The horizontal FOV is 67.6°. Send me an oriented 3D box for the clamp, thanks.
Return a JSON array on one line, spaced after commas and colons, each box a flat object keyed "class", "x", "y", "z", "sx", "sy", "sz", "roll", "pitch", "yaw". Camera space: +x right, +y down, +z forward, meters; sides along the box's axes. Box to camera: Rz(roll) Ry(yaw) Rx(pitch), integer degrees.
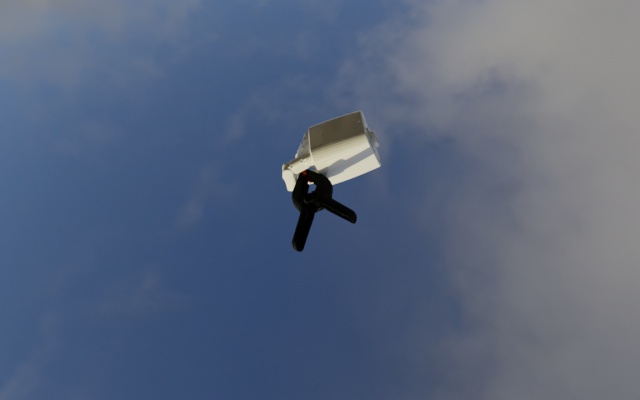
[{"class": "clamp", "x": 0.000, "y": 0.003, "z": 0.845, "sx": 0.120, "sy": 0.171, "sz": 0.039, "roll": -18, "pitch": -40, "yaw": 12}]
